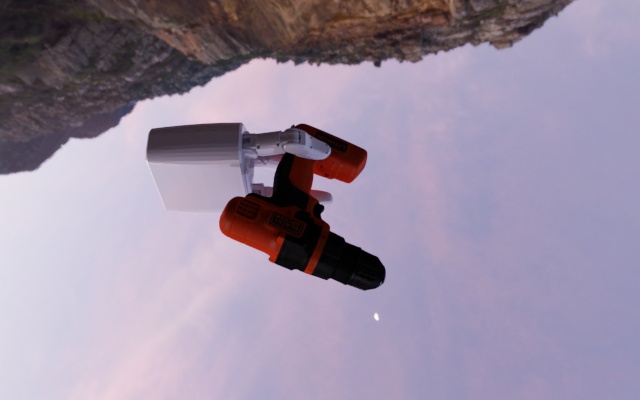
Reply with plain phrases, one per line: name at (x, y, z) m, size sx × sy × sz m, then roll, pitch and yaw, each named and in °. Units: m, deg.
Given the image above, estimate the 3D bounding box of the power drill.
power drill at (0.000, 0.001, 0.549) m, size 0.184 × 0.187 × 0.057 m, roll 24°, pitch -45°, yaw -3°
